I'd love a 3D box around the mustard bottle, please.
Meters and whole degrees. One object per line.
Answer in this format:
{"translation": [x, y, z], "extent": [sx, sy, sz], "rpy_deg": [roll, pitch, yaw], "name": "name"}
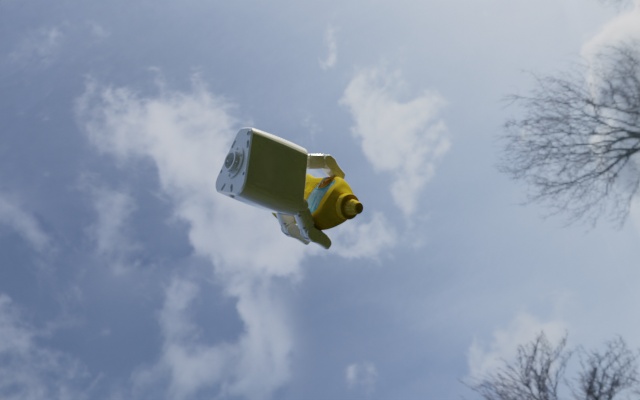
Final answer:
{"translation": [0.000, 0.003, 0.798], "extent": [0.191, 0.096, 0.058], "rpy_deg": [8, -34, 52], "name": "mustard bottle"}
